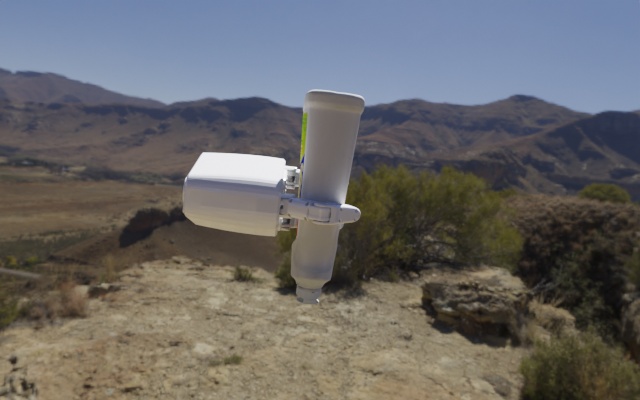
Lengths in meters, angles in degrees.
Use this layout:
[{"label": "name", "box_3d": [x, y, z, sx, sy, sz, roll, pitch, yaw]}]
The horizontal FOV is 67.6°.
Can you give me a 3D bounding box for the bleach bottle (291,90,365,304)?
[{"label": "bleach bottle", "box_3d": [0.000, 0.002, 0.571, 0.068, 0.251, 0.102, 7, 6, -5]}]
